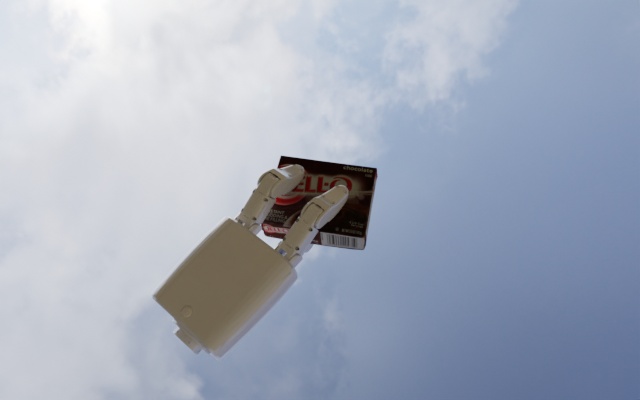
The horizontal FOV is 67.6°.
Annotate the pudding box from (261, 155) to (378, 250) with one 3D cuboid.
[{"bbox_3d":[0.000,0.002,0.521,0.113,0.090,0.039,9,-30,7],"label":"pudding box"}]
